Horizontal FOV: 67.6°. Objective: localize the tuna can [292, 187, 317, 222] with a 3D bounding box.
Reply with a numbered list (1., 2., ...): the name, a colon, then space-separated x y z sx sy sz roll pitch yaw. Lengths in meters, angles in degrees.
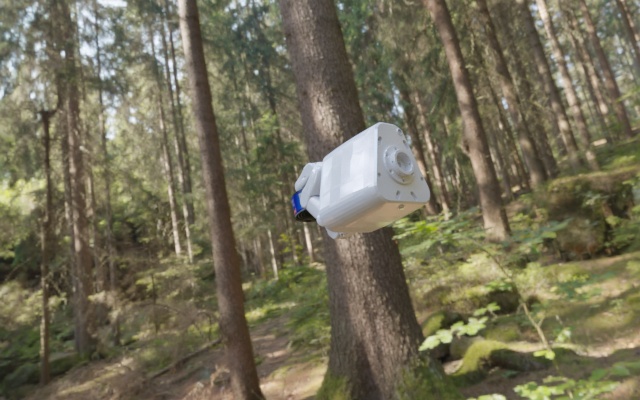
1. tuna can: 0.000 0.002 0.720 0.086 0.033 0.086 -13 -17 -4
